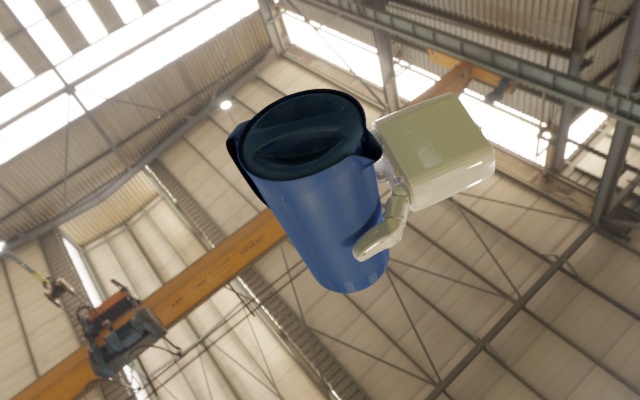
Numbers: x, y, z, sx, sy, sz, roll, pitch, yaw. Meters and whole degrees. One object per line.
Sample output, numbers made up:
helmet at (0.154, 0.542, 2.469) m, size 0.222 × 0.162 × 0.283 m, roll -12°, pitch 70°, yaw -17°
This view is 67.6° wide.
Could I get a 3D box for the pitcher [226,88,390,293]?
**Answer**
pitcher at (0.000, 0.002, 0.558) m, size 0.145 × 0.149 × 0.243 m, roll -25°, pitch -43°, yaw -3°
